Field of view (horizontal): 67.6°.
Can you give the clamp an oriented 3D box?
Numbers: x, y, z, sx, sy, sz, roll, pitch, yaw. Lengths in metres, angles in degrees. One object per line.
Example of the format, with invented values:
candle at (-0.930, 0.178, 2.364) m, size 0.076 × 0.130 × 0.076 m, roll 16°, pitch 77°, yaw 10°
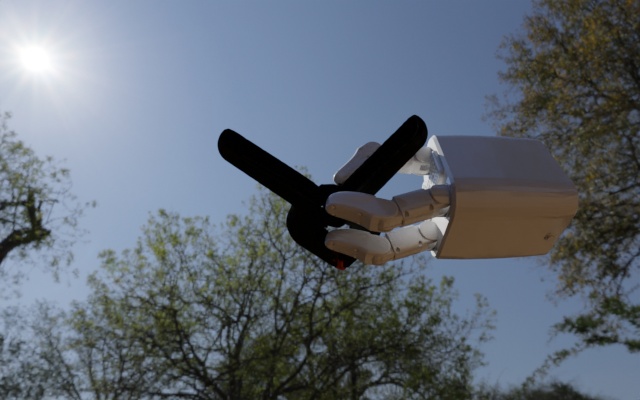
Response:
clamp at (0.000, 0.001, 0.443) m, size 0.164 × 0.036 × 0.210 m, roll 2°, pitch -37°, yaw 1°
